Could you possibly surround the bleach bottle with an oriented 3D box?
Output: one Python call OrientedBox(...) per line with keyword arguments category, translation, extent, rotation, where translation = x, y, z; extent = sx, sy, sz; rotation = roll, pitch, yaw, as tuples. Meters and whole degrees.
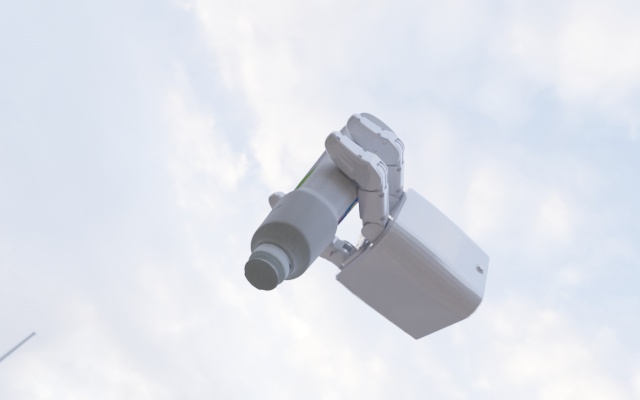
OrientedBox(category="bleach bottle", translation=(0.000, 0.001, 0.444), extent=(0.068, 0.103, 0.250), rotation=(39, 36, 0))
